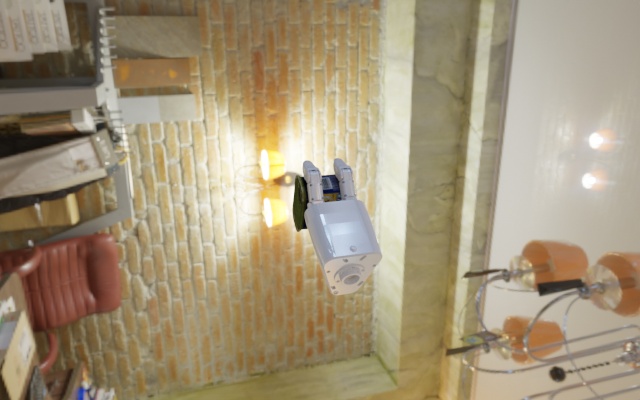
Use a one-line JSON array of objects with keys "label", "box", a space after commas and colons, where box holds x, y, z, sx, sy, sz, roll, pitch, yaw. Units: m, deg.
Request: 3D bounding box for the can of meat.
[{"label": "can of meat", "box": [0.000, 0.003, 0.815, 0.084, 0.102, 0.057, -5, 45, -14]}]
